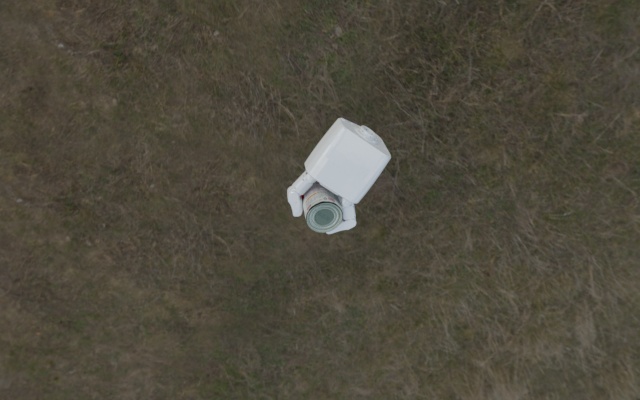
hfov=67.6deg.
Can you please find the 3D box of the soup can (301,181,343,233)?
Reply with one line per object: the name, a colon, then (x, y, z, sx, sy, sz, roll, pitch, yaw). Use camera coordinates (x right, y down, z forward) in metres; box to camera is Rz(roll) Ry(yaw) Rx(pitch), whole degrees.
soup can: (0.000, 0.003, 0.877, 0.068, 0.068, 0.102, 0, 34, -10)
